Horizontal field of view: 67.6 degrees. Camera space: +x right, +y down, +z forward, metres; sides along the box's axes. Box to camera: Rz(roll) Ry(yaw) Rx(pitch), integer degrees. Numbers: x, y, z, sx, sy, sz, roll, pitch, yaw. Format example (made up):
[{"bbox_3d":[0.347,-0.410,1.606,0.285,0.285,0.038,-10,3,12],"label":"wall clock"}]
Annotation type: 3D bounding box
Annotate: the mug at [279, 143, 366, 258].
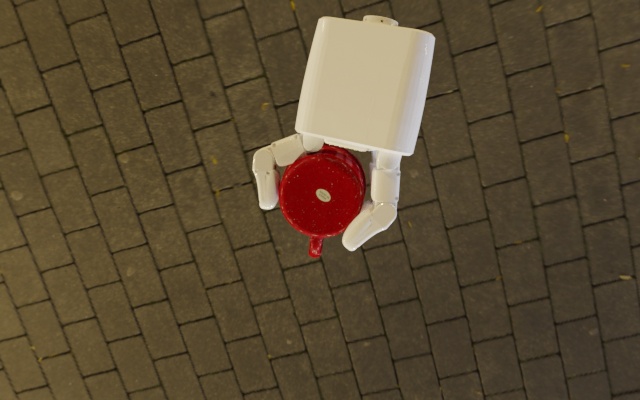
[{"bbox_3d":[0.000,0.003,0.490,0.093,0.117,0.081,10,11,1],"label":"mug"}]
